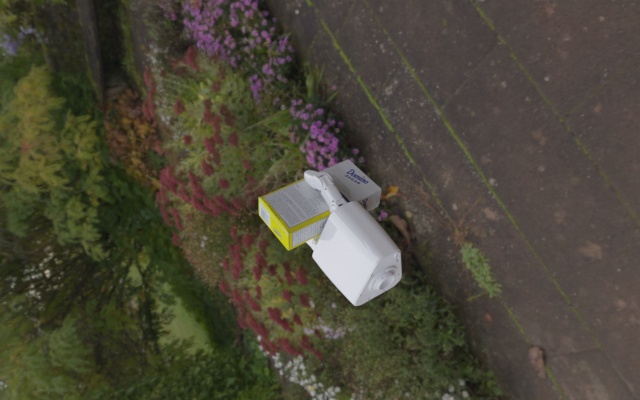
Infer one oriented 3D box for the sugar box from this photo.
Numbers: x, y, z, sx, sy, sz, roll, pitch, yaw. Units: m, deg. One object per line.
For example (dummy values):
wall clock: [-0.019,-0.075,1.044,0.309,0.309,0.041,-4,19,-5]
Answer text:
sugar box: [0.000,0.003,0.755,0.176,0.048,0.093,-22,49,-27]
